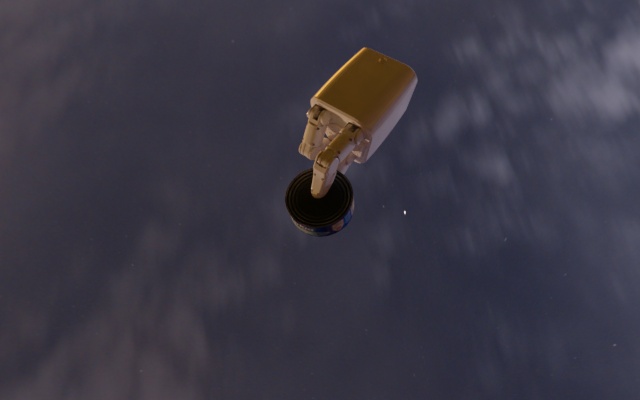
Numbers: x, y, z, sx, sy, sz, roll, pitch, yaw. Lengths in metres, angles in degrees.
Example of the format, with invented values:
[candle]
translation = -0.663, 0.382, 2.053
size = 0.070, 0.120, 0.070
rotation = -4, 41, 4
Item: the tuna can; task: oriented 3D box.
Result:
[tuna can]
translation = 0.000, 0.002, 0.607
size = 0.086, 0.086, 0.034
rotation = 0, -28, 9
